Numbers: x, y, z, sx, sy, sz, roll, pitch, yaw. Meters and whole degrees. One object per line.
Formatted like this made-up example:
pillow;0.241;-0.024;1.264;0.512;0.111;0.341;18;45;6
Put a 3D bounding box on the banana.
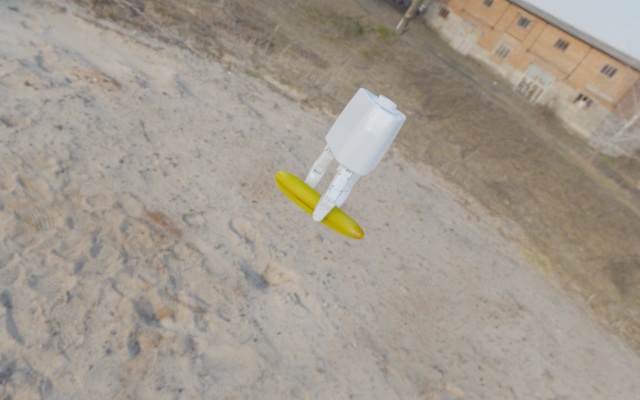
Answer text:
banana;-0.009;0.002;0.807;0.197;0.037;0.069;38;16;15
